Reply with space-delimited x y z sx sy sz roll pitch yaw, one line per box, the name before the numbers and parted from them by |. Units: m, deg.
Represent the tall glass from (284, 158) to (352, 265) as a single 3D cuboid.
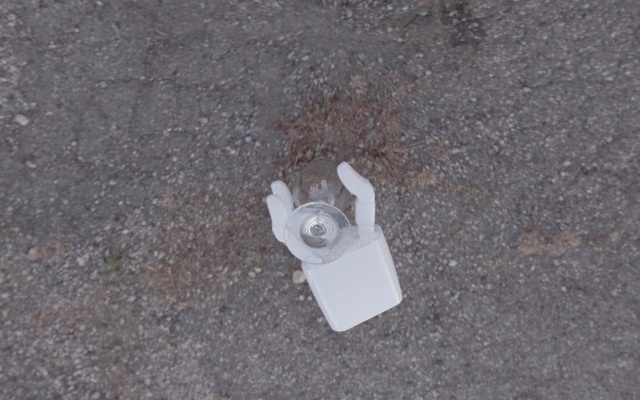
tall glass | 0.000 0.002 0.609 0.079 0.079 0.201 0 21 2
